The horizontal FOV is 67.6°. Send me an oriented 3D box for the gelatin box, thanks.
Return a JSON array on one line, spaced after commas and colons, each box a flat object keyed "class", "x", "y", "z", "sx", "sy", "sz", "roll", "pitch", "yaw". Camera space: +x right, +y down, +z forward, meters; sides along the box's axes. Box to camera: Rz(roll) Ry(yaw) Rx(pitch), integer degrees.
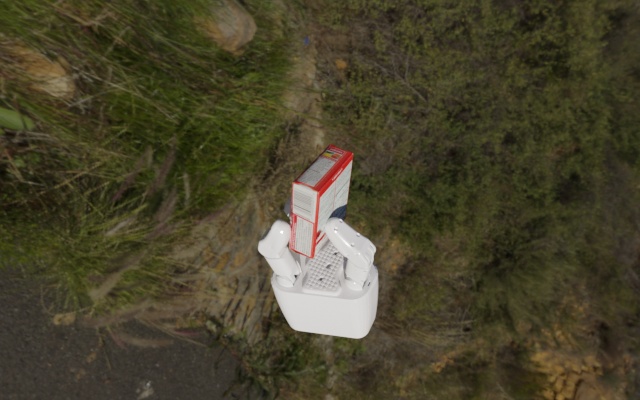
[{"class": "gelatin box", "x": 0.000, "y": 0.001, "z": 0.467, "sx": 0.030, "sy": 0.089, "sz": 0.073, "roll": 22, "pitch": 43, "yaw": 19}]
